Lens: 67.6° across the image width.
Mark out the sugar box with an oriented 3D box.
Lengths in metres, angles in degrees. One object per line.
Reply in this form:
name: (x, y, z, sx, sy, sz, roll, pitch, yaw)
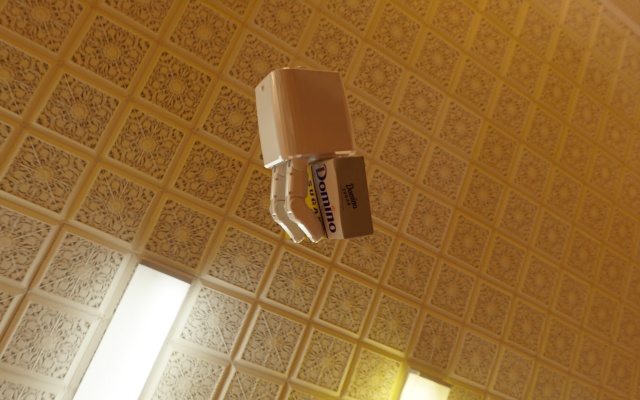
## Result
sugar box: (0.000, 0.002, 0.607, 0.048, 0.093, 0.176, -7, -2, -23)
